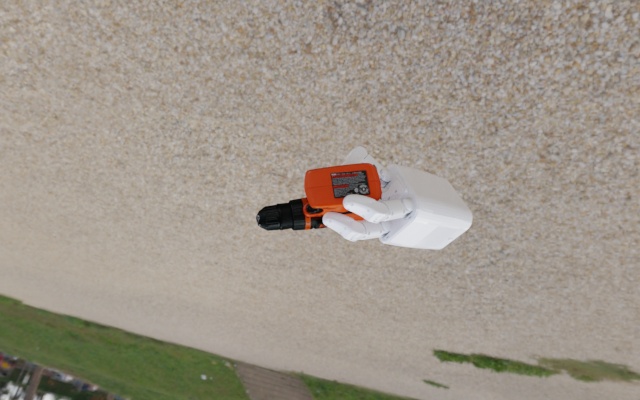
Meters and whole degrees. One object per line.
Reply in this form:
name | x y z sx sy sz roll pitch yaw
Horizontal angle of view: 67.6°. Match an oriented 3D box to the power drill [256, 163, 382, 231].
power drill | 0.000 0.002 0.707 0.184 0.057 0.188 -8 -11 -12
